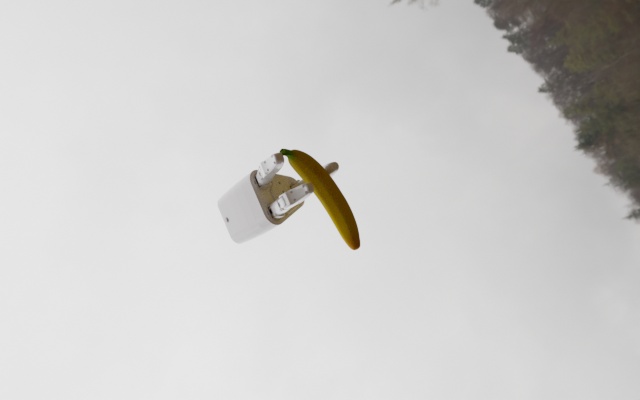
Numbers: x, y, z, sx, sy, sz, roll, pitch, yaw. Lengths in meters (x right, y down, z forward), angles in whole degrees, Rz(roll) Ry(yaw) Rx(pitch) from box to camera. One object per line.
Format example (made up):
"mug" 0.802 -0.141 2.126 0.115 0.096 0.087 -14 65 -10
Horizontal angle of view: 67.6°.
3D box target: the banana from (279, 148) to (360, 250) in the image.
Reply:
"banana" 0.005 -0.010 0.754 0.037 0.198 0.069 -30 15 35
